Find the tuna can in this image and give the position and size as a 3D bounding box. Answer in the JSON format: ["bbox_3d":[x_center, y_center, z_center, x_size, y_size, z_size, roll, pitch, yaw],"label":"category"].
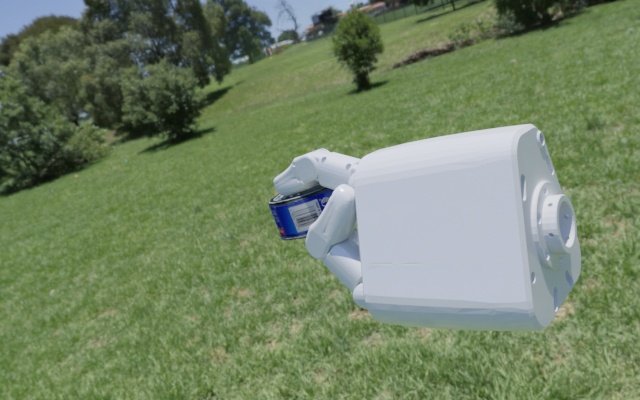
[{"bbox_3d":[0.000,0.001,0.408,0.086,0.034,0.086,-20,9,4],"label":"tuna can"}]
